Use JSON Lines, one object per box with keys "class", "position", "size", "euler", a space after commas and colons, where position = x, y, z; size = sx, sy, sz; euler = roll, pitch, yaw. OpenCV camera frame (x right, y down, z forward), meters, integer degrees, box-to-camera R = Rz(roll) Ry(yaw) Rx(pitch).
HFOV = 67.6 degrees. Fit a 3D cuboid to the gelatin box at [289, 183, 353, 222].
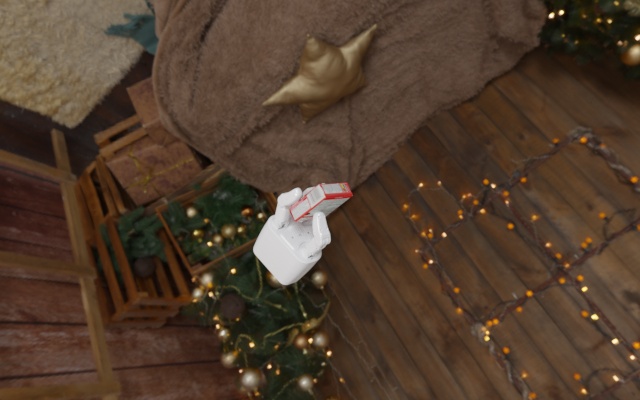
{"class": "gelatin box", "position": [0.001, 0.003, 0.827], "size": [0.073, 0.030, 0.089], "euler": [-5, -26, -47]}
